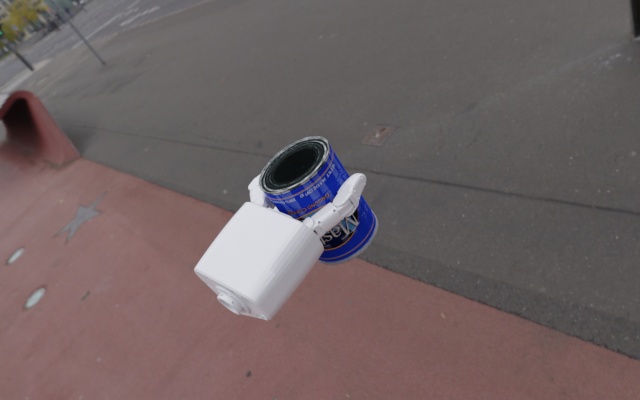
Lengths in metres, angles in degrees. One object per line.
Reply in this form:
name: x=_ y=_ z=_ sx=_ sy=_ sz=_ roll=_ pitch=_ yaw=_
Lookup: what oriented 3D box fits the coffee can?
coffee can: x=0.000 y=0.002 z=0.627 sx=0.103 sy=0.102 sz=0.140 roll=0 pitch=-43 yaw=42
